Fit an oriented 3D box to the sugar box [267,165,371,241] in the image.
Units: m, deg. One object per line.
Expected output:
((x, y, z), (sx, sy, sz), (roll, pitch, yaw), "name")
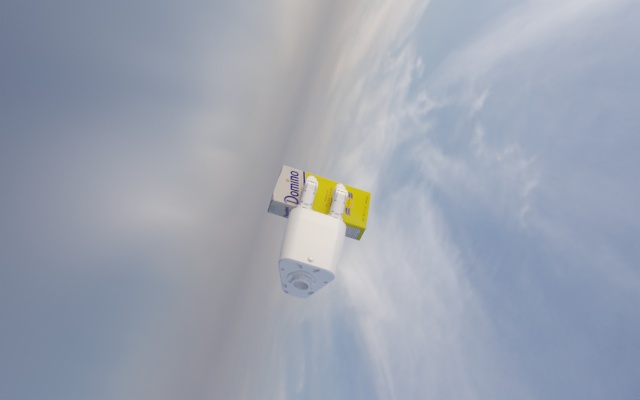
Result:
((0.000, 0.003, 0.876), (0.176, 0.093, 0.048), (18, -42, -6), "sugar box")
